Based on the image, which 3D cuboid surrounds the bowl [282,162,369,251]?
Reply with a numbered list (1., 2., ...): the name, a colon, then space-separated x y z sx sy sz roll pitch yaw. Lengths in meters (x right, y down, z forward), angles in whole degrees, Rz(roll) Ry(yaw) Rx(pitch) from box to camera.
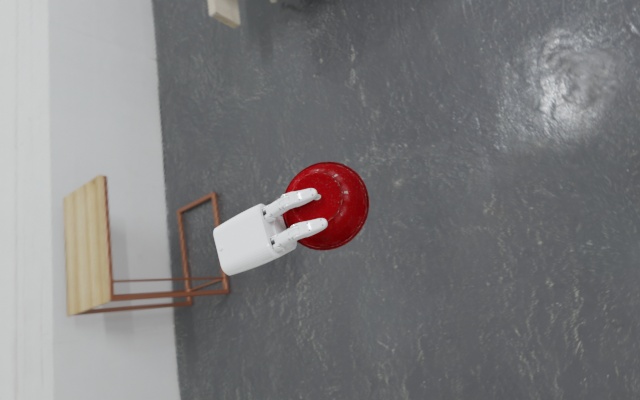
1. bowl: 0.001 0.002 0.822 0.162 0.162 0.055 0 -13 17
